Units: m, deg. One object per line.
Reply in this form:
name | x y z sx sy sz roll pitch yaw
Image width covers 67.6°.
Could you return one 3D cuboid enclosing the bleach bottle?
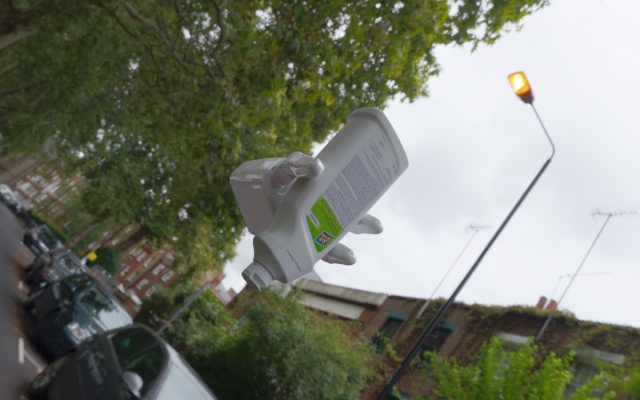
bleach bottle | 0.000 0.002 0.565 0.250 0.103 0.068 -45 27 -24
